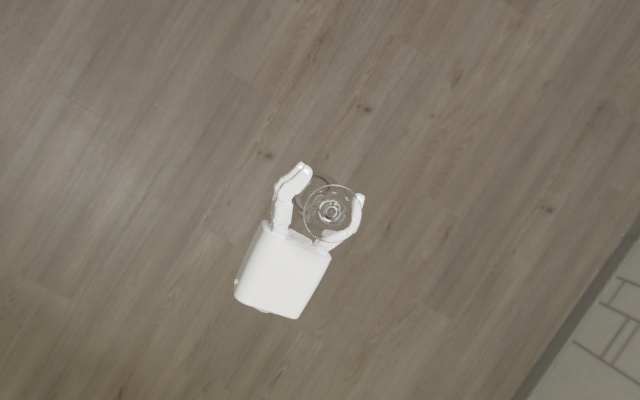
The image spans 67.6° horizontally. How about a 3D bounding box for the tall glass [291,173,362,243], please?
[{"bbox_3d":[0.000,0.002,0.692,0.079,0.079,0.201,0,9,-9],"label":"tall glass"}]
